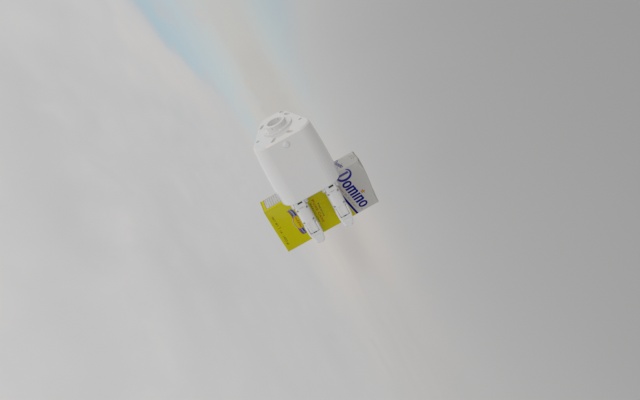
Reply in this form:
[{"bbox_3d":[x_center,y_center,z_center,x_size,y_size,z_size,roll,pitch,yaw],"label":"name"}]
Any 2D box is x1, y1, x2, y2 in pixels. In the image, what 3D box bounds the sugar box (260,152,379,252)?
[{"bbox_3d":[0.000,0.003,0.794,0.176,0.093,0.048,-28,32,1],"label":"sugar box"}]
